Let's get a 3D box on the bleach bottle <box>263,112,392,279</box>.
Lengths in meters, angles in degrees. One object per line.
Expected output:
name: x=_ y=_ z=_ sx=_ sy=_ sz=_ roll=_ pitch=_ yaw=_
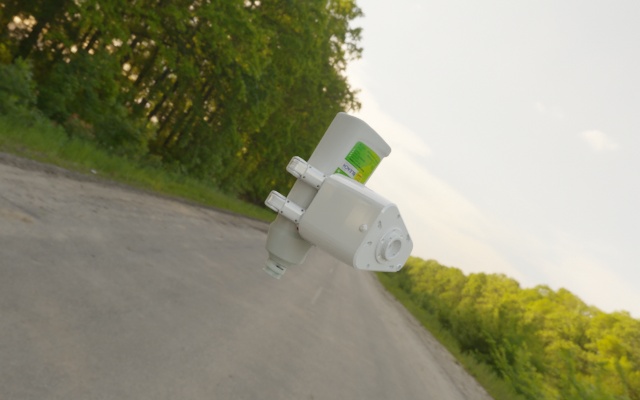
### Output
bleach bottle: x=0.000 y=0.002 z=0.694 sx=0.068 sy=0.251 sz=0.103 roll=30 pitch=-3 yaw=44
